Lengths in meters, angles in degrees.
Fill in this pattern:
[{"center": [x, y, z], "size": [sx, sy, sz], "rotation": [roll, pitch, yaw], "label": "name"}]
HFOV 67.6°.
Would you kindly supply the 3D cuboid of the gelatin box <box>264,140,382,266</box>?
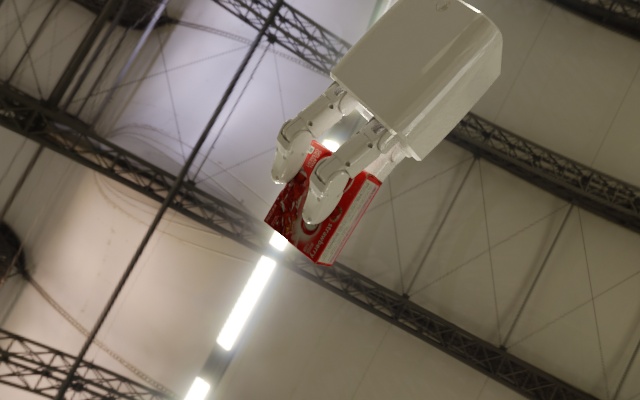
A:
[{"center": [0.000, 0.002, 0.422], "size": [0.073, 0.089, 0.030], "rotation": [35, 8, 35], "label": "gelatin box"}]
